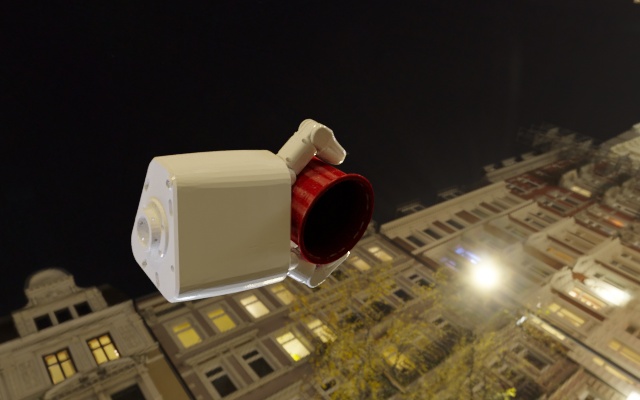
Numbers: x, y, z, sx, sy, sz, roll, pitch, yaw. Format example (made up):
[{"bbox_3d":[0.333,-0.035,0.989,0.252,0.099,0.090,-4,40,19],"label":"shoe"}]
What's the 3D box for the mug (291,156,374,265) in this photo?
[{"bbox_3d":[0.001,0.001,0.474,0.117,0.093,0.081,-5,28,-43],"label":"mug"}]
